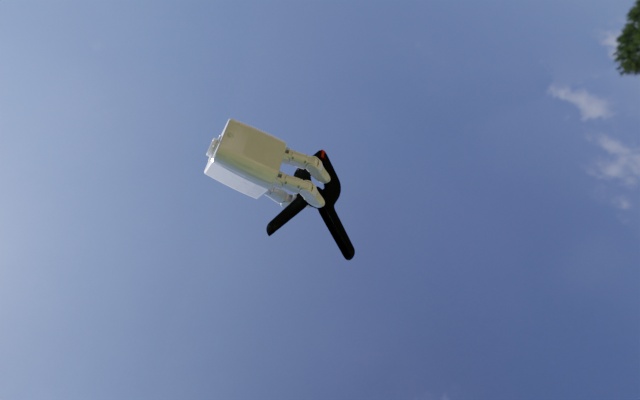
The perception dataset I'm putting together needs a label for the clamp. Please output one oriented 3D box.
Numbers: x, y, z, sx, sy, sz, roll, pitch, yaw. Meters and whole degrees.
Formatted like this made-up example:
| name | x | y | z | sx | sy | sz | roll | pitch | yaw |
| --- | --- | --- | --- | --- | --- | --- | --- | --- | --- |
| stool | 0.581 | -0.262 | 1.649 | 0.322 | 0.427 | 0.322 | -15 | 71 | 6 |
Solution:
| name | x | y | z | sx | sy | sz | roll | pitch | yaw |
| --- | --- | --- | --- | --- | --- | --- | --- | --- | --- |
| clamp | 0.000 | 0.003 | 0.858 | 0.164 | 0.209 | 0.036 | 26 | -38 | -18 |
